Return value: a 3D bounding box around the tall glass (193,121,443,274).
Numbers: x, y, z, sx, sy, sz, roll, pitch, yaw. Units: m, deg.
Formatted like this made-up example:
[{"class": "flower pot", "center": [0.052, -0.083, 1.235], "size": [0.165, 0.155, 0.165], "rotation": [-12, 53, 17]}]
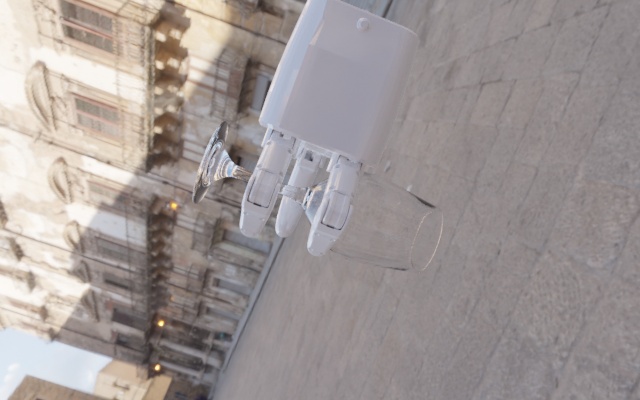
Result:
[{"class": "tall glass", "center": [-0.001, 0.001, 0.411], "size": [0.201, 0.079, 0.079], "rotation": [20, -2, -5]}]
